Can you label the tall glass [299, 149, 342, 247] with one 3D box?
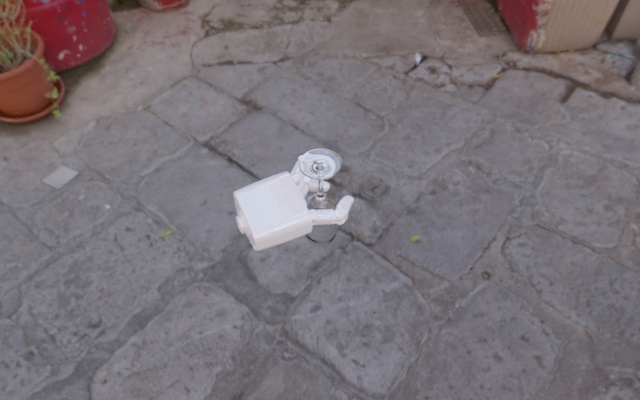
[{"bbox_3d":[0.000,0.002,0.883,0.079,0.079,0.201,0,-41,1],"label":"tall glass"}]
